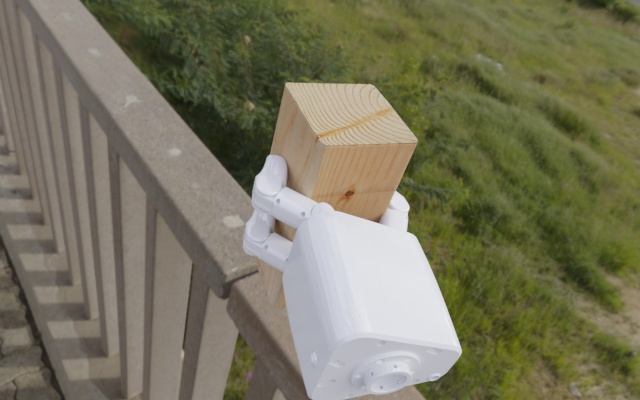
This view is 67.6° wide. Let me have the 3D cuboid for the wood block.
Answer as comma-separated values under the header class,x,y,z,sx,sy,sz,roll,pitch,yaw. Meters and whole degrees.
class,x,y,z,sx,sy,sz,roll,pitch,yaw
wood block,0.001,0.002,0.458,0.091,0.206,0.090,-5,46,-26
